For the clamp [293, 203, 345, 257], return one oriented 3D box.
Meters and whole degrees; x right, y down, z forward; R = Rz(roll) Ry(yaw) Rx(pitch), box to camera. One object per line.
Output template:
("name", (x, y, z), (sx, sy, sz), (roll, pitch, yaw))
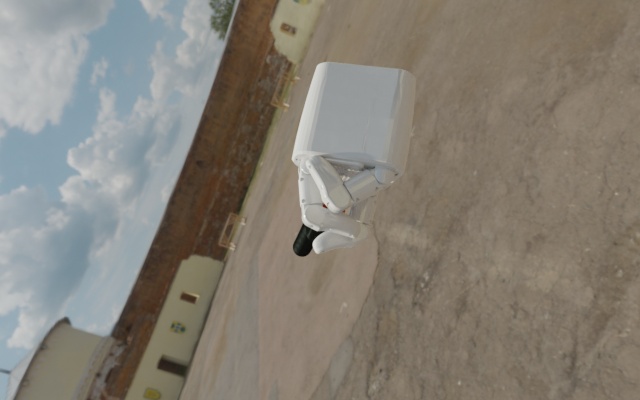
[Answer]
("clamp", (0.000, 0.002, 0.576), (0.039, 0.120, 0.171), (9, -14, -13))
